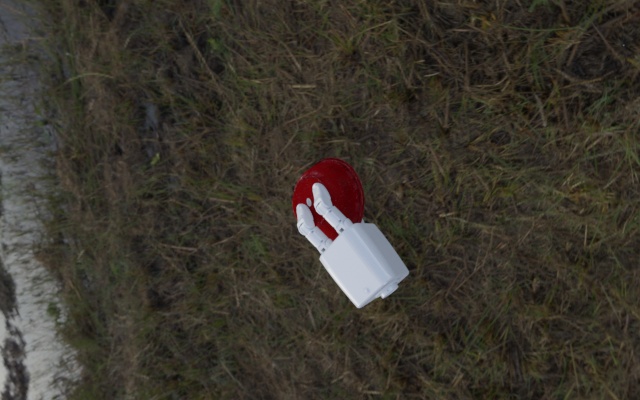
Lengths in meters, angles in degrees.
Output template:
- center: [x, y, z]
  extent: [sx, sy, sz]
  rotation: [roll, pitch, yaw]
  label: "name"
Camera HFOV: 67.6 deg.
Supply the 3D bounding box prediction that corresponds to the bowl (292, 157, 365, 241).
- center: [-0.001, 0.002, 0.851]
  extent: [0.055, 0.162, 0.162]
  rotation: [-1, 1, -45]
  label: "bowl"
